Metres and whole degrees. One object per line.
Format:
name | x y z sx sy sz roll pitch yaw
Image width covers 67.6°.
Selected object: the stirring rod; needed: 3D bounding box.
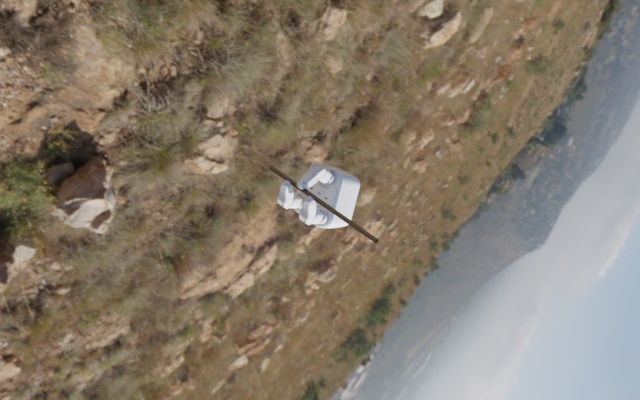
stirring rod | 0.000 0.003 0.815 0.239 0.011 0.011 35 16 24
